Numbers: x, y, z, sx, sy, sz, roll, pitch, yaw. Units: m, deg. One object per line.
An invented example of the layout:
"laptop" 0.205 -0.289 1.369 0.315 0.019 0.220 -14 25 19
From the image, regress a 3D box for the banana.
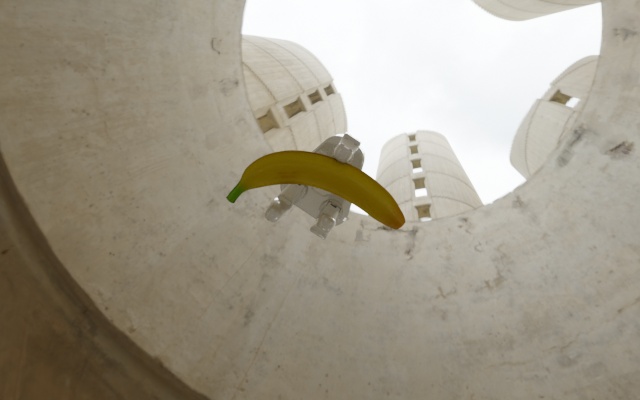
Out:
"banana" 0.000 -0.017 0.528 0.198 0.069 0.037 9 5 4
